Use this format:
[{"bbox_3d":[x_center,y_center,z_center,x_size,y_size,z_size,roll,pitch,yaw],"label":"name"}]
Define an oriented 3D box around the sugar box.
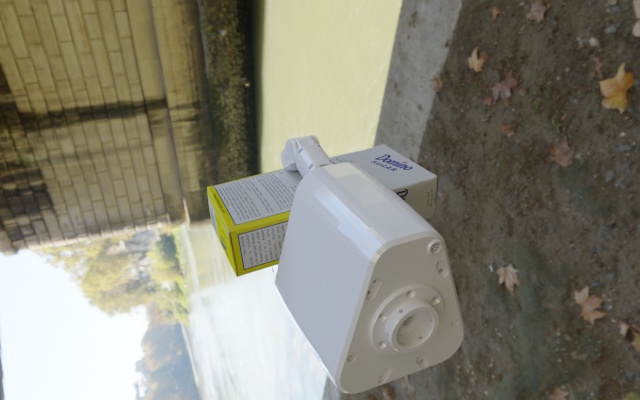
[{"bbox_3d":[0.000,0.002,0.405,0.176,0.048,0.093,-12,28,-19],"label":"sugar box"}]
